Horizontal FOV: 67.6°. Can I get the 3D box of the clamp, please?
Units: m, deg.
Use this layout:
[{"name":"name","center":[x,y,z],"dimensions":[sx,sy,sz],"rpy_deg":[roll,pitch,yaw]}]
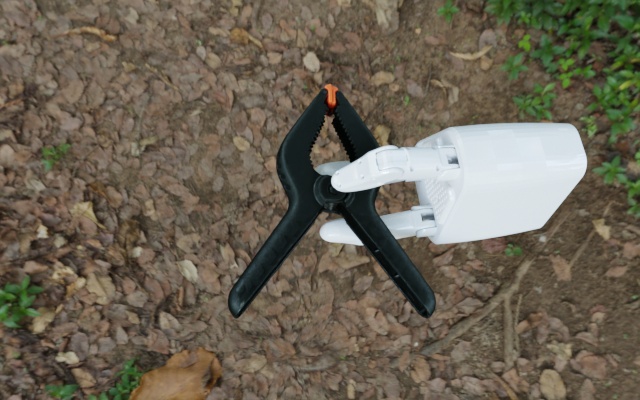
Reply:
[{"name":"clamp","center":[0.000,0.001,0.401],"dimensions":[0.164,0.210,0.036],"rpy_deg":[-4,-18,-11]}]
